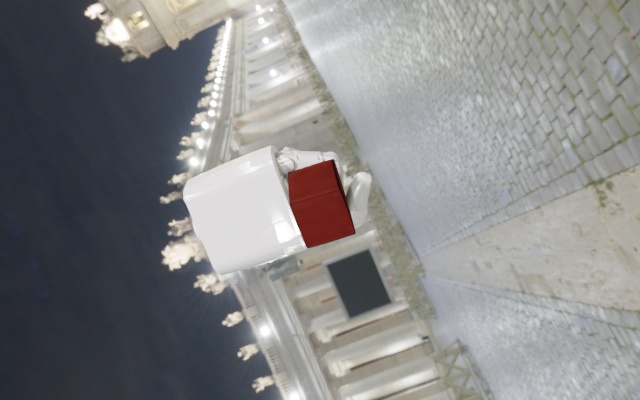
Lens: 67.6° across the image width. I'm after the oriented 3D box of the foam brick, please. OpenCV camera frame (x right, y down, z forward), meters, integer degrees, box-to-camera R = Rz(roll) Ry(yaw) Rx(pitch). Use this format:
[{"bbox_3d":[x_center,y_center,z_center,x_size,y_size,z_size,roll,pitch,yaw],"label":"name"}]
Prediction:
[{"bbox_3d":[0.000,0.002,0.477,0.051,0.053,0.078,-17,26,3],"label":"foam brick"}]
